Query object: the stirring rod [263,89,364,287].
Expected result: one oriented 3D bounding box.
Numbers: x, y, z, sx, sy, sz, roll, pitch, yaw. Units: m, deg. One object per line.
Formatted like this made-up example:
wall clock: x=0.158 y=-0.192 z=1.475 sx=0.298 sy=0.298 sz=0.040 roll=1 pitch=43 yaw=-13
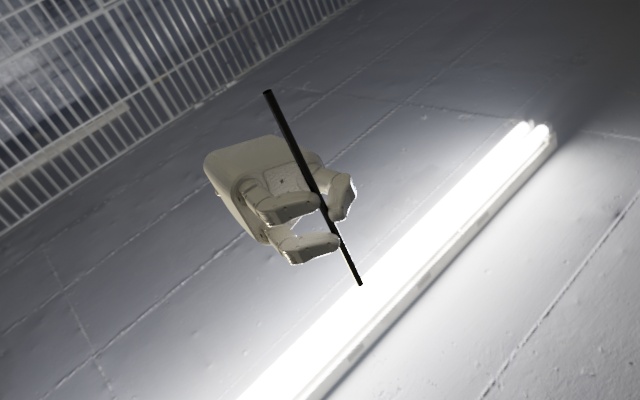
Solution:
stirring rod: x=0.000 y=0.001 z=0.455 sx=0.011 sy=0.240 sz=0.011 roll=-17 pitch=35 yaw=12
